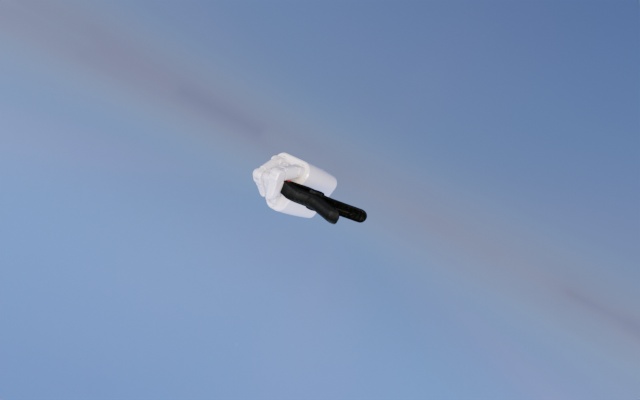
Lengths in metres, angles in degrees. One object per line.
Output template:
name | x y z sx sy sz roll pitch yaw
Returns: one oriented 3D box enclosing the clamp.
clamp | 0.000 0.003 0.866 0.171 0.039 0.120 30 9 37
